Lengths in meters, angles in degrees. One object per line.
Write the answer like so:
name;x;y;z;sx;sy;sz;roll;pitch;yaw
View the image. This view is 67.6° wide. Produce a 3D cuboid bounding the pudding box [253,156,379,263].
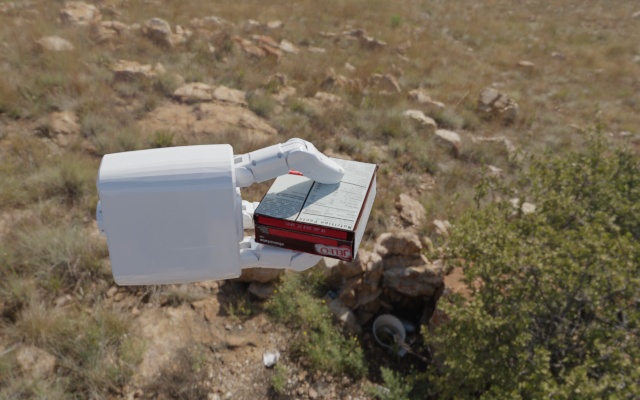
pudding box;0.000;0.001;0.438;0.090;0.039;0.113;11;39;12
